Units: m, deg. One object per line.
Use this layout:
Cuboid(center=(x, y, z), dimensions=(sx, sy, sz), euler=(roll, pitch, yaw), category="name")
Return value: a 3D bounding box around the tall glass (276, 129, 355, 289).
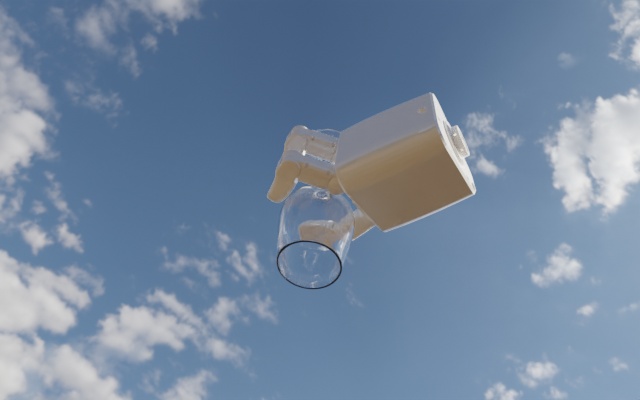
Cuboid(center=(0.000, 0.001, 0.518), dimensions=(0.079, 0.079, 0.201), euler=(0, 36, 8), category="tall glass")
